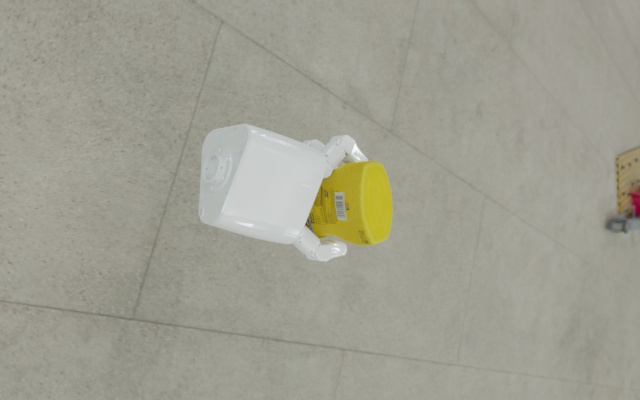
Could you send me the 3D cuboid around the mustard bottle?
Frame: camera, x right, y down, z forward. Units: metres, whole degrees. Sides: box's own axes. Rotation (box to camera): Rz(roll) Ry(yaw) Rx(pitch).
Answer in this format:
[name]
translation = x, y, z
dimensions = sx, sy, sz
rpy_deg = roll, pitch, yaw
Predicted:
[mustard bottle]
translation = 0.001, 0.002, 0.608
dimensions = 0.058, 0.096, 0.191
rpy_deg = -14, 10, -42
